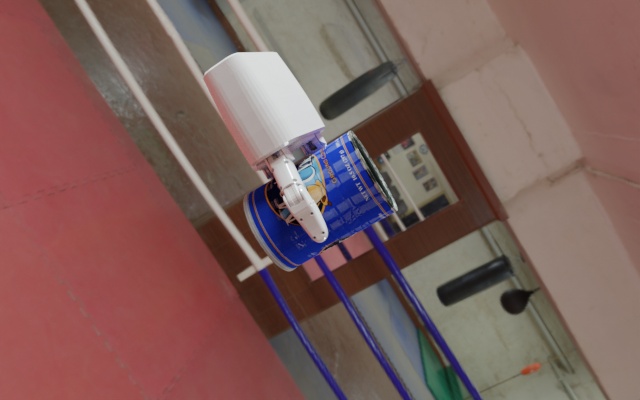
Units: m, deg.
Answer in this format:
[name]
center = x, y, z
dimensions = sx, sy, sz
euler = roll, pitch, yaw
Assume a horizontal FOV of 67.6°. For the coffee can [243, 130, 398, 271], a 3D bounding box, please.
[coffee can]
center = 0.000, 0.002, 0.536
dimensions = 0.140, 0.103, 0.103
euler = -30, -7, 12
